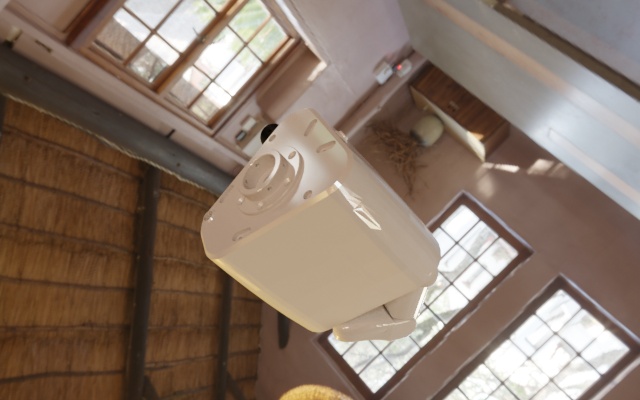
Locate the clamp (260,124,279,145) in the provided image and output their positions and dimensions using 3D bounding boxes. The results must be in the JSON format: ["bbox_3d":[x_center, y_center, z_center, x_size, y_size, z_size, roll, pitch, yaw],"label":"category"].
[{"bbox_3d":[0.000,0.002,0.425,0.120,0.039,0.171,47,2,-38],"label":"clamp"}]
